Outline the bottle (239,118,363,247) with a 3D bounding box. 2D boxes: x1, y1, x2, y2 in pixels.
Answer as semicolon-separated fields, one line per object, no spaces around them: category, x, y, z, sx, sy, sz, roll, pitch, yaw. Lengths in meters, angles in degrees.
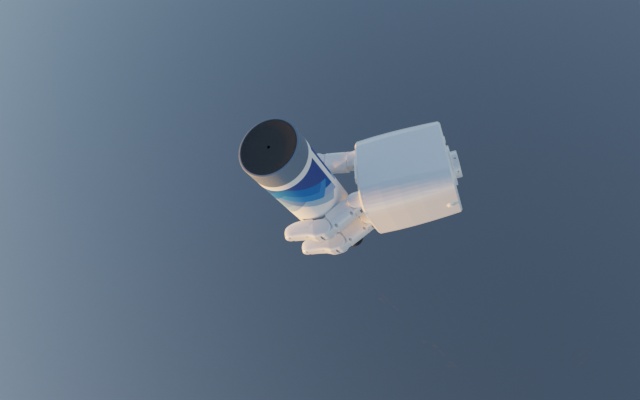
bottle;0.000;0.002;0.595;0.069;0.069;0.296;0;-22;22
